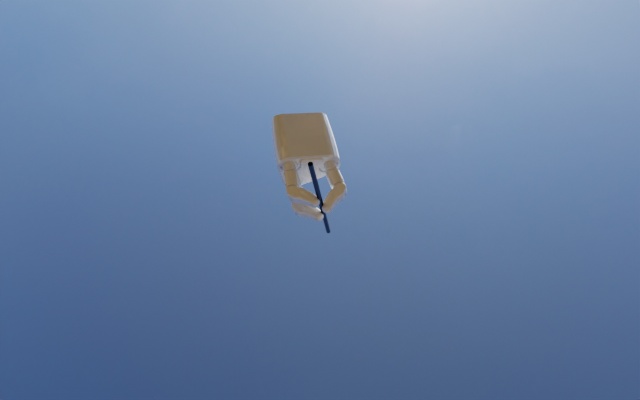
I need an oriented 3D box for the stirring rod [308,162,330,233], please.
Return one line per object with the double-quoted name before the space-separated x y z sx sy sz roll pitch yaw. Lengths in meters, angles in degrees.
"stirring rod" 0.000 0.003 0.803 0.011 0.011 0.240 0 -28 8
